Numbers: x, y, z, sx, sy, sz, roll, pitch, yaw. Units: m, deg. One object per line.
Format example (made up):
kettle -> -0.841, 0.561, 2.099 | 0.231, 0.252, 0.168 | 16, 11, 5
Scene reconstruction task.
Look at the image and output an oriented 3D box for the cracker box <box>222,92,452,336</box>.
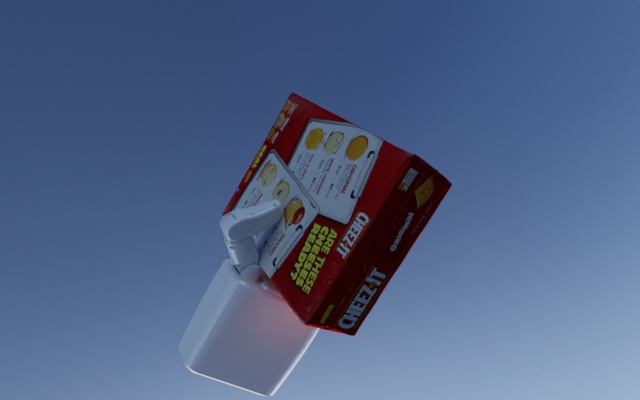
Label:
cracker box -> 0.000, 0.001, 0.475 | 0.072, 0.164, 0.213 | 26, 9, -39
